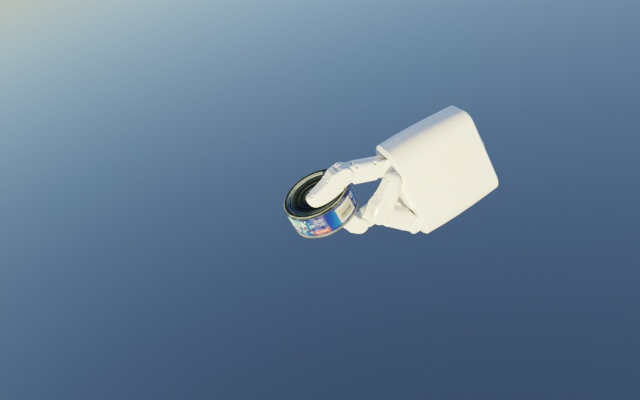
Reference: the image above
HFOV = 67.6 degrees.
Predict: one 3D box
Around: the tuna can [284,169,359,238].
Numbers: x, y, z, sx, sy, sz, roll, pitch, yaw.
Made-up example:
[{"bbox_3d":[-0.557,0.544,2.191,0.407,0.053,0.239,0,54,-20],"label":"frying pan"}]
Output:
[{"bbox_3d":[0.000,0.002,0.569,0.086,0.086,0.034,0,-44,35],"label":"tuna can"}]
